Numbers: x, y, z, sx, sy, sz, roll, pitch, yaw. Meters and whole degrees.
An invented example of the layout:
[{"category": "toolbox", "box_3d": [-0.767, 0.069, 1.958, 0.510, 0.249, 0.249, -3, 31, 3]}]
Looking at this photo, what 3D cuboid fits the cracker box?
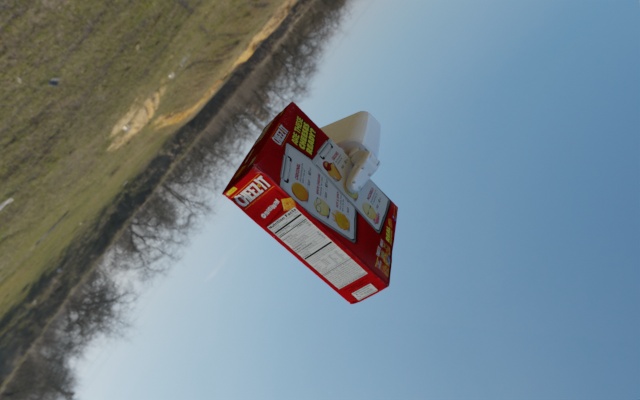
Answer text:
[{"category": "cracker box", "box_3d": [0.000, 0.002, 0.600, 0.072, 0.214, 0.164, -37, 19, 32]}]
